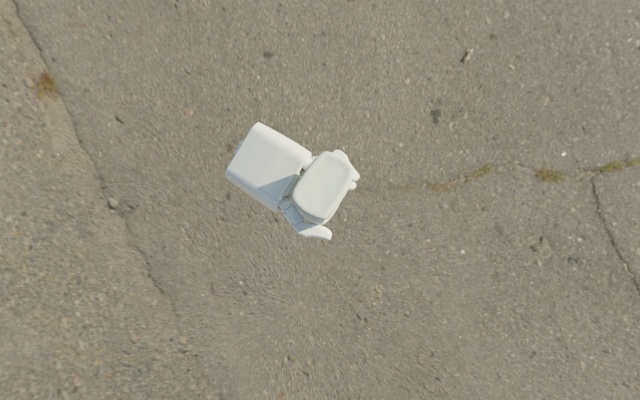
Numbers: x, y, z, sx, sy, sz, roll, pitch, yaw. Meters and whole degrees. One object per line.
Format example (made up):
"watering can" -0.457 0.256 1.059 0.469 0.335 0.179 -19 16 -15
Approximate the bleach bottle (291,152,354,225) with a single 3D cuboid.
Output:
"bleach bottle" 0.000 0.003 0.803 0.068 0.102 0.251 33 -12 5
